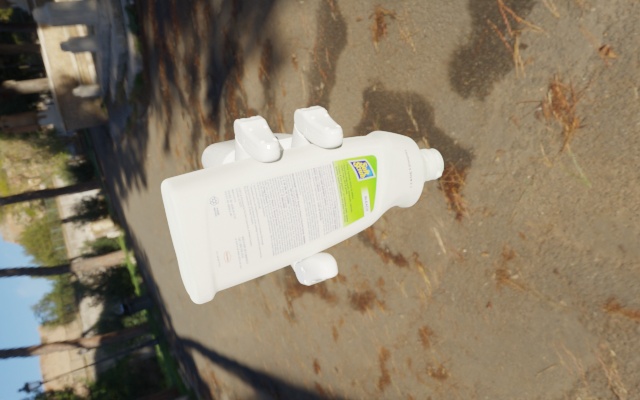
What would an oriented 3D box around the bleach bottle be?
[{"bbox_3d":[0.000,0.001,0.417,0.251,0.102,0.068,-15,17,-23],"label":"bleach bottle"}]
